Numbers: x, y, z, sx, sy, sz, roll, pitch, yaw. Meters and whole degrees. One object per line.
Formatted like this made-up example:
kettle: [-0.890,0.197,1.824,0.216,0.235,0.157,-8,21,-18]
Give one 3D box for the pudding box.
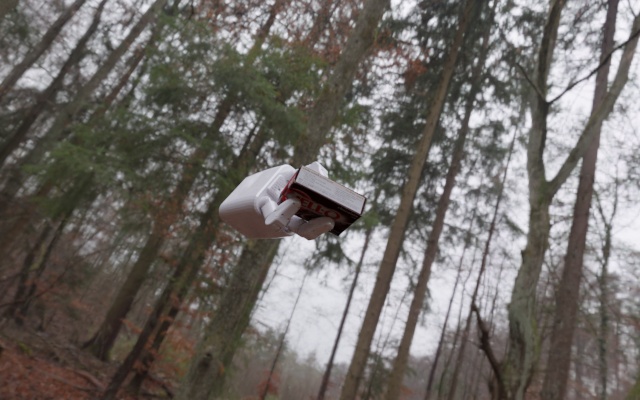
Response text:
pudding box: [0.000,0.002,0.716,0.113,0.039,0.090,24,-29,-10]
